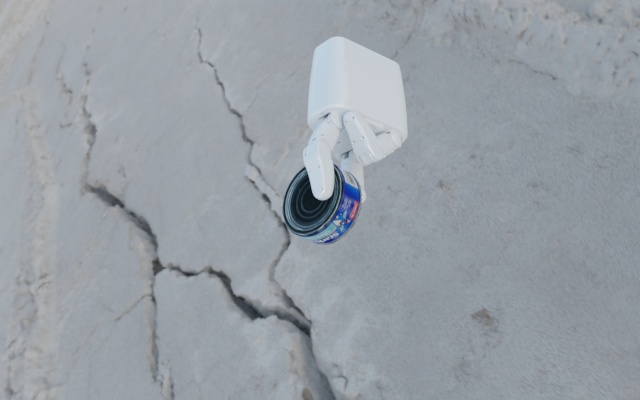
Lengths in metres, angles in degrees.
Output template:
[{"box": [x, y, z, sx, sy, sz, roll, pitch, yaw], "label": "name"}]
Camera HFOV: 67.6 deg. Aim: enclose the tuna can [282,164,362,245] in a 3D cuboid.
[{"box": [0.000, 0.002, 0.508, 0.086, 0.086, 0.034, 0, -19, 43], "label": "tuna can"}]
